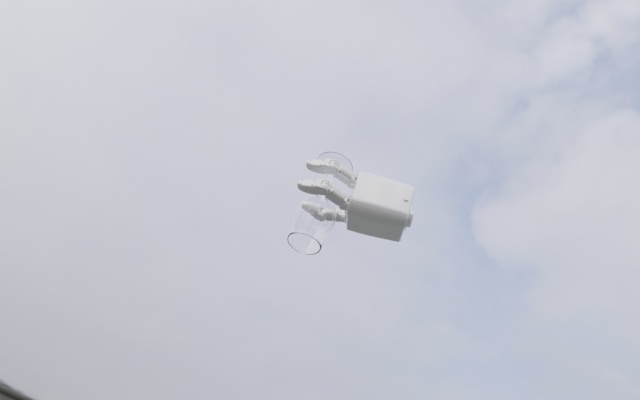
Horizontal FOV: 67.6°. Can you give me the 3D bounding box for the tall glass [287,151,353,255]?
[{"bbox_3d":[0.000,0.002,0.885,0.079,0.201,0.079,13,-39,11],"label":"tall glass"}]
